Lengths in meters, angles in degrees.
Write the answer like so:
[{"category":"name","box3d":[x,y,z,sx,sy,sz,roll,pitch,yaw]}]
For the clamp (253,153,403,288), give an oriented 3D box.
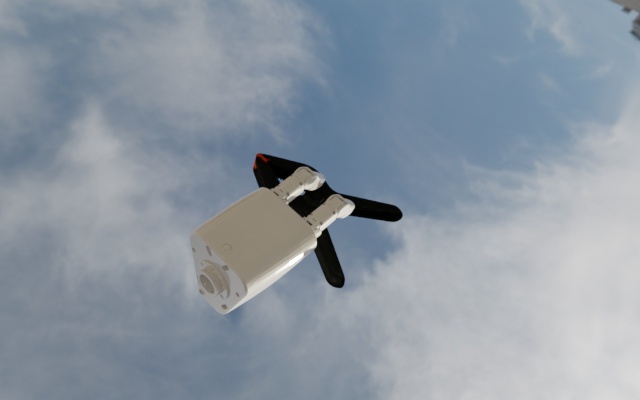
[{"category":"clamp","box3d":[-0.001,0.002,0.636,0.210,0.036,0.164,42,48,18]}]
